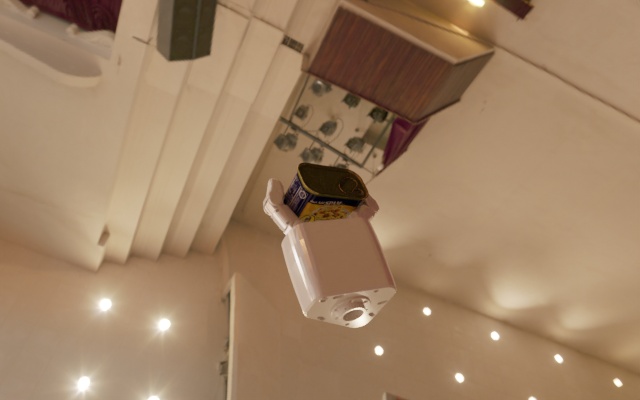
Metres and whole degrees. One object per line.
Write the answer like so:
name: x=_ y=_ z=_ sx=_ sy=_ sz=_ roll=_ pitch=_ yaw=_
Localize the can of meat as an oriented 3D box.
can of meat: x=0.000 y=0.002 z=0.649 sx=0.102 sy=0.057 sz=0.084 roll=6 pitch=-47 yaw=-32
